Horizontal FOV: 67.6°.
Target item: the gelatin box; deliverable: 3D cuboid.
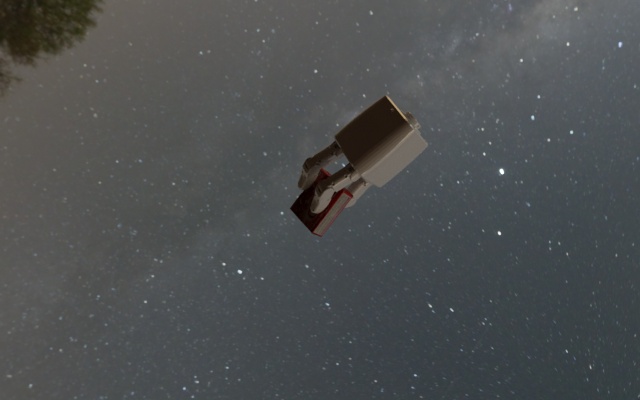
[{"bbox_3d":[0.000,0.003,0.784,0.030,0.089,0.073,27,14,-48],"label":"gelatin box"}]
